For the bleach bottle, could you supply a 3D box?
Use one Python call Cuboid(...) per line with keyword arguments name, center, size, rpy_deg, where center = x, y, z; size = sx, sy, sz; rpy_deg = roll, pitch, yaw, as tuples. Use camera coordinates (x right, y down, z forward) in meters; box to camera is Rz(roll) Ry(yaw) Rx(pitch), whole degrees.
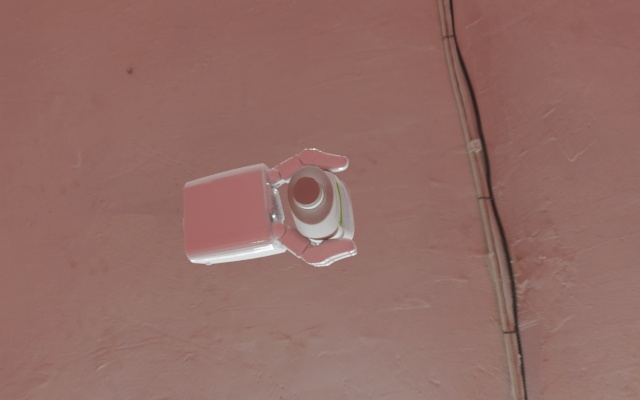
Cuboid(name="bleach bottle", center=(0.000, 0.002, 0.594), size=(0.068, 0.102, 0.251), rpy_deg=(-11, -10, 5))
